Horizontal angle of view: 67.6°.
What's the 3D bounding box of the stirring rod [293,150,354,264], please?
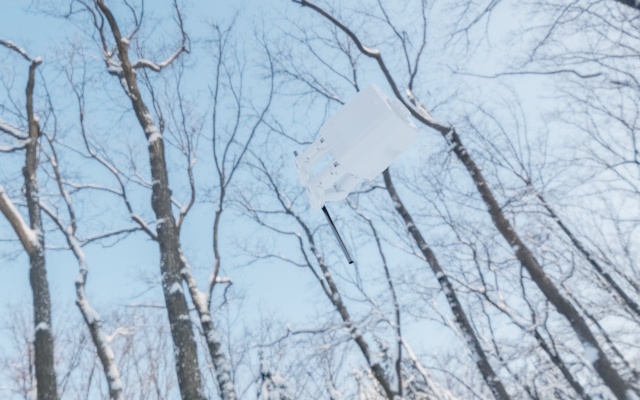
[{"bbox_3d":[0.000,0.003,0.750,0.011,0.239,0.011,-17,-38,-13],"label":"stirring rod"}]
